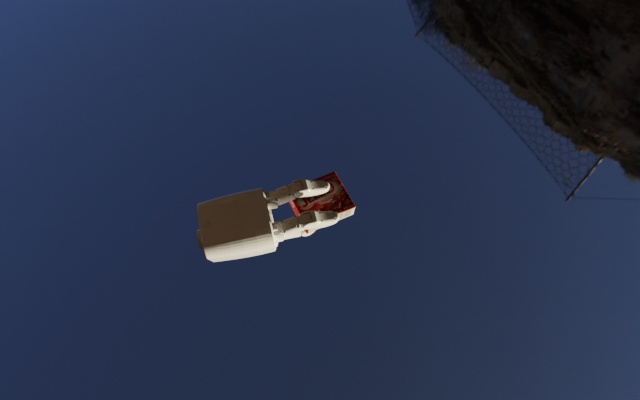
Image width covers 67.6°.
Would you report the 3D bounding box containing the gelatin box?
[{"bbox_3d":[0.000,0.003,0.762,0.089,0.073,0.030,-22,-24,-17],"label":"gelatin box"}]
